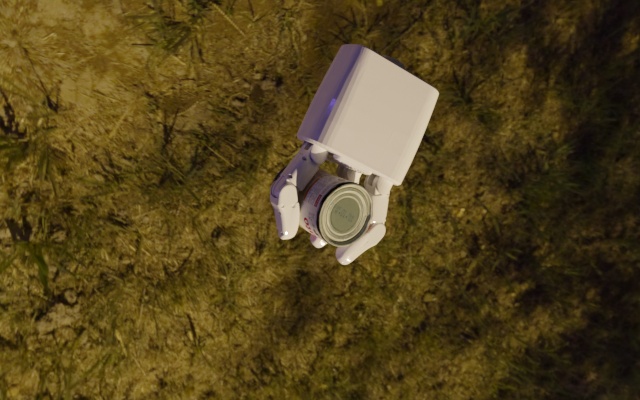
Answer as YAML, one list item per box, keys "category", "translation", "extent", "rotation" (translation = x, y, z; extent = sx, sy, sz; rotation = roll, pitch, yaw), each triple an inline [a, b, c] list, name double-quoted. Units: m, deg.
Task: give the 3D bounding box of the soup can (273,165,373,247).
- category: "soup can"
  translation: [0.000, 0.002, 0.505]
  extent: [0.068, 0.068, 0.102]
  rotation: [0, 15, -33]
